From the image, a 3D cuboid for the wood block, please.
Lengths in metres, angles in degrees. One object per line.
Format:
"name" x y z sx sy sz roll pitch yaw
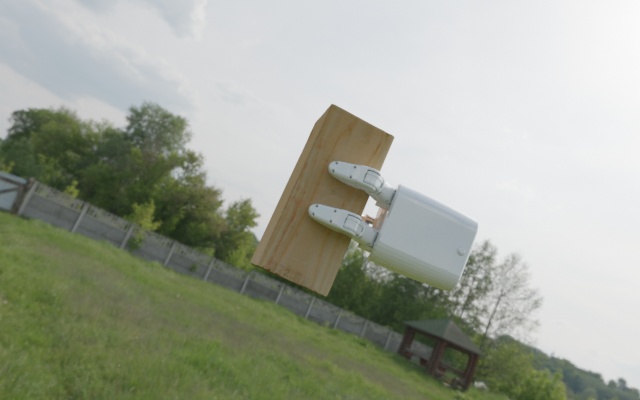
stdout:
"wood block" 0.000 0.002 0.588 0.090 0.206 0.091 26 -11 -9
